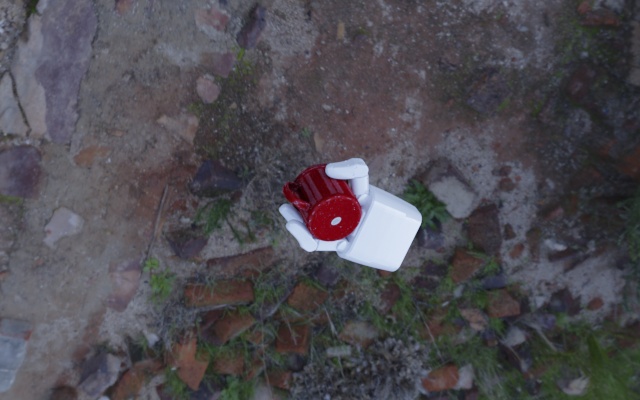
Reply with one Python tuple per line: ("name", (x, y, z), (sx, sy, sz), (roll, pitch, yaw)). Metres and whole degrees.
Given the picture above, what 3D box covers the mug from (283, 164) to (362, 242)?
("mug", (-0.001, 0.002, 0.688), (0.117, 0.093, 0.081), (20, 24, -30))
